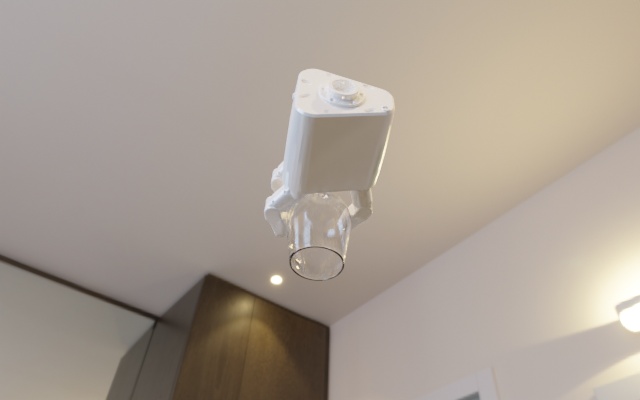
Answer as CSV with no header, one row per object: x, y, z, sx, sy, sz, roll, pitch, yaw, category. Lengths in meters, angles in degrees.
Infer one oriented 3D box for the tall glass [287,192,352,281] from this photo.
0.000,0.002,0.603,0.079,0.079,0.200,2,45,2,tall glass
